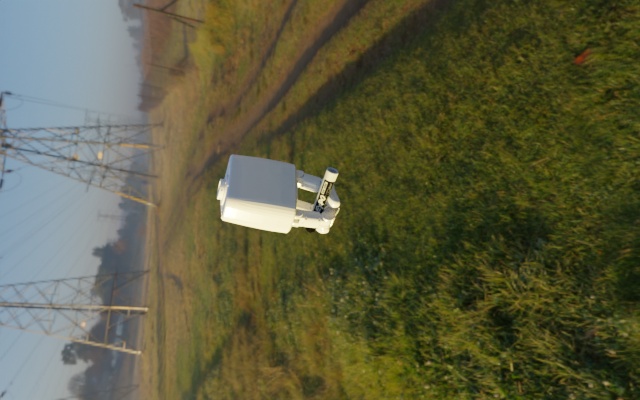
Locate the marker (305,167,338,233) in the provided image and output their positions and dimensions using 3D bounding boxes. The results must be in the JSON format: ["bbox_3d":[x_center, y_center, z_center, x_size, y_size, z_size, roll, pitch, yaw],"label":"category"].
[{"bbox_3d":[0.000,0.002,0.757,0.020,0.121,0.020,15,32,-10],"label":"marker"}]
